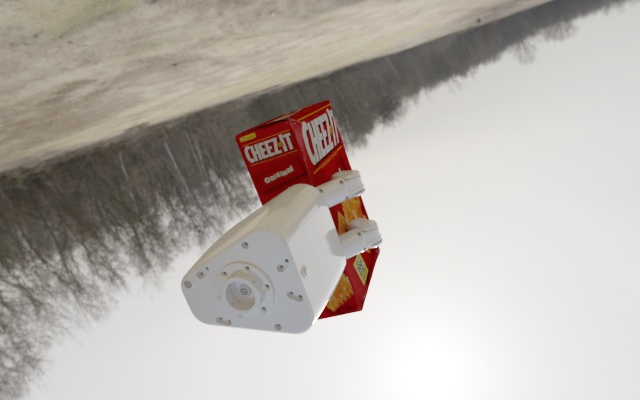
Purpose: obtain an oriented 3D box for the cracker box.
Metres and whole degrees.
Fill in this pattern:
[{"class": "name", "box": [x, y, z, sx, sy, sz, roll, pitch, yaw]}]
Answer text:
[{"class": "cracker box", "box": [0.000, 0.002, 0.553, 0.072, 0.214, 0.164, -15, 13, 19]}]
